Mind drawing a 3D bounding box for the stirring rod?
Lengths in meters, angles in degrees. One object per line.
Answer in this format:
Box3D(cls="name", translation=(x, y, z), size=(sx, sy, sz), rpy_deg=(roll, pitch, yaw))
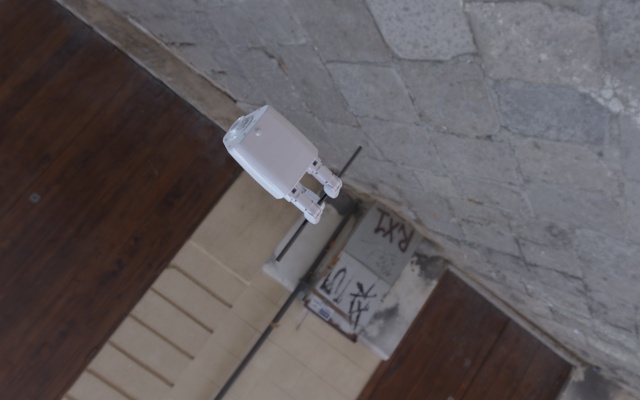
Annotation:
Box3D(cls="stirring rod", translation=(0.000, 0.002, 0.792), size=(0.011, 0.239, 0.011), rpy_deg=(34, -14, 10))
